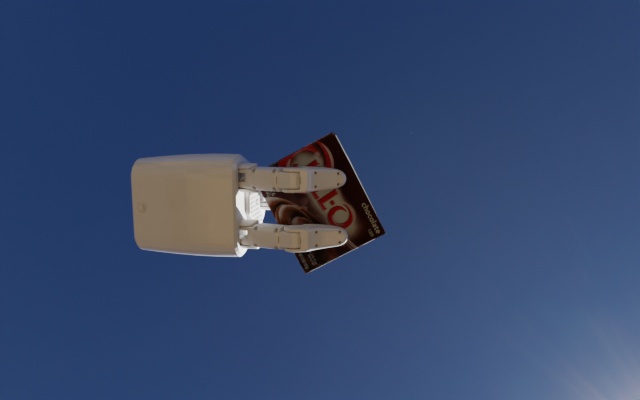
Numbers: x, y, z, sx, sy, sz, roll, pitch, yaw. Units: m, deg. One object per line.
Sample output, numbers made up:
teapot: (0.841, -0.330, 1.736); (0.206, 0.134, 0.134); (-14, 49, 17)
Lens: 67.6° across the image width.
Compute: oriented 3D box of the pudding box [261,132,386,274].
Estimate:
pudding box: (0.000, 0.002, 0.475); (0.090, 0.113, 0.039); (-28, 5, 9)
